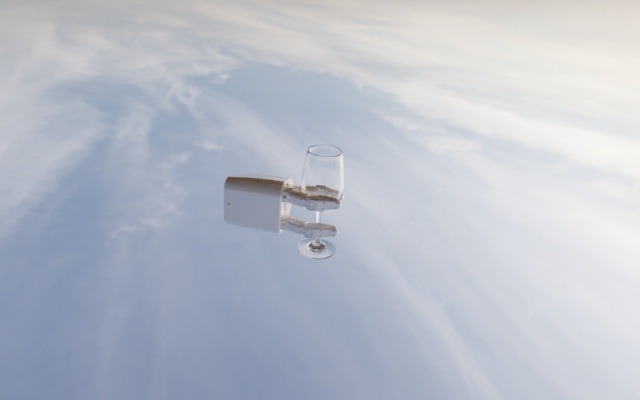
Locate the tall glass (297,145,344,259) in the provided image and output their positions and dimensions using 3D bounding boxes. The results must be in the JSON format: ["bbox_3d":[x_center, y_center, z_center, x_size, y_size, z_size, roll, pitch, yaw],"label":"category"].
[{"bbox_3d":[0.000,0.003,0.872,0.079,0.201,0.079,4,25,-2],"label":"tall glass"}]
